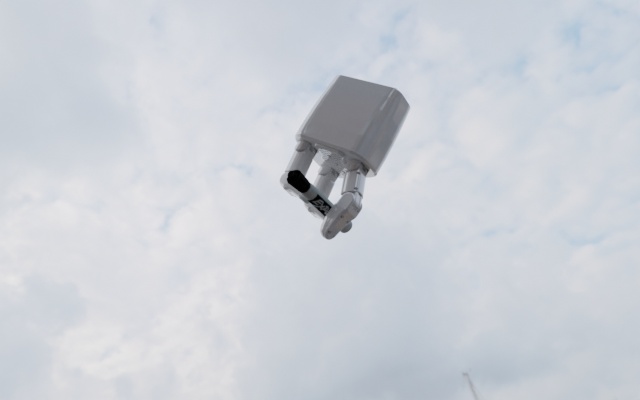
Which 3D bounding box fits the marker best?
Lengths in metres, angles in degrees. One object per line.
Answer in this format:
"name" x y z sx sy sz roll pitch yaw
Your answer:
"marker" 0.000 0.002 0.554 0.020 0.020 0.121 0 -31 38
